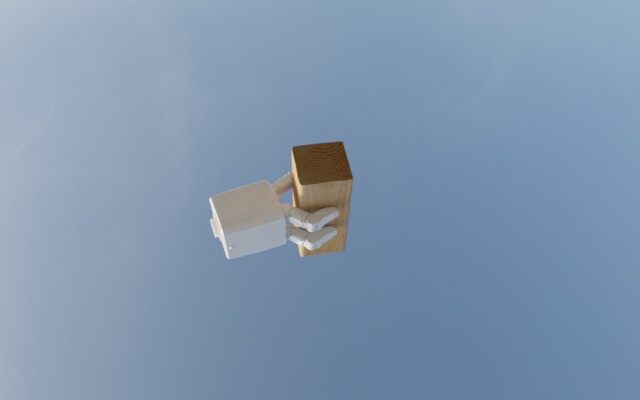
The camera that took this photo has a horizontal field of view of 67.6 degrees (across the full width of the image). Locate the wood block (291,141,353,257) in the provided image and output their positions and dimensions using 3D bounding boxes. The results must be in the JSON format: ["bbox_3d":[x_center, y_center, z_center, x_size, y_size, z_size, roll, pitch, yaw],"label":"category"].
[{"bbox_3d":[0.000,0.003,0.853,0.090,0.090,0.206,-7,-38,-8],"label":"wood block"}]
